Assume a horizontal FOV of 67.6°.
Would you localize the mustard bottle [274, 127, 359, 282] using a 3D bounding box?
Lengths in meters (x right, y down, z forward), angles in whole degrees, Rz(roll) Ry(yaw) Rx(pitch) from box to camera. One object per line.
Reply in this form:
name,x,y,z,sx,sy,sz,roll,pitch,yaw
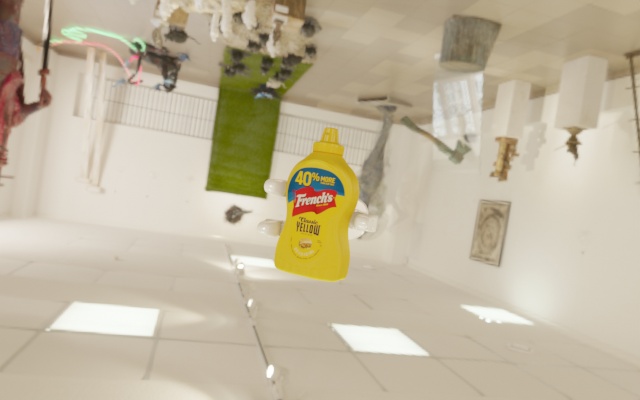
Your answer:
mustard bottle,0.000,0.002,0.616,0.096,0.191,0.058,9,1,26
